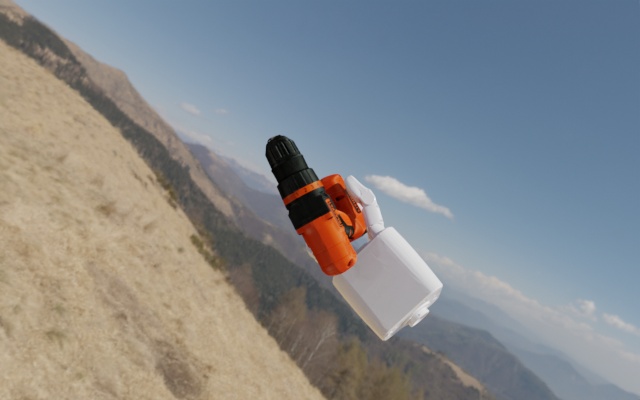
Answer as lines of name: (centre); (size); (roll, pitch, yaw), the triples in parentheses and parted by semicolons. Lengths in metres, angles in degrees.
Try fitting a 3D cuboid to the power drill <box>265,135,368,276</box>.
power drill: (0.000, 0.002, 0.643); (0.057, 0.184, 0.187); (-27, -4, 14)
